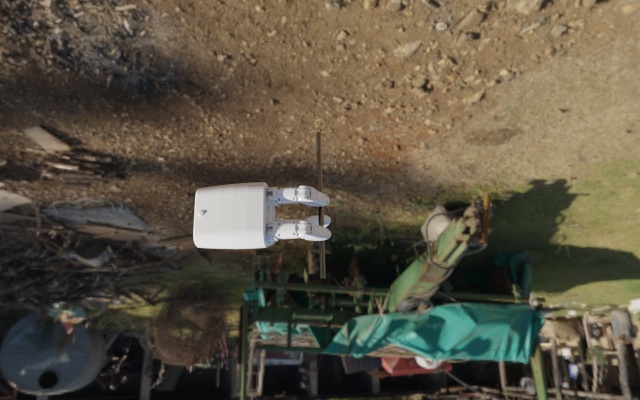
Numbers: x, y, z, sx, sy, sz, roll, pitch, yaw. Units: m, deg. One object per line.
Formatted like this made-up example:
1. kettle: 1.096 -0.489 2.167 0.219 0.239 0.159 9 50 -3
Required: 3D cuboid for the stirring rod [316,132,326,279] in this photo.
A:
1. stirring rod: 0.000 0.002 0.747 0.011 0.239 0.011 -2 -19 -1
